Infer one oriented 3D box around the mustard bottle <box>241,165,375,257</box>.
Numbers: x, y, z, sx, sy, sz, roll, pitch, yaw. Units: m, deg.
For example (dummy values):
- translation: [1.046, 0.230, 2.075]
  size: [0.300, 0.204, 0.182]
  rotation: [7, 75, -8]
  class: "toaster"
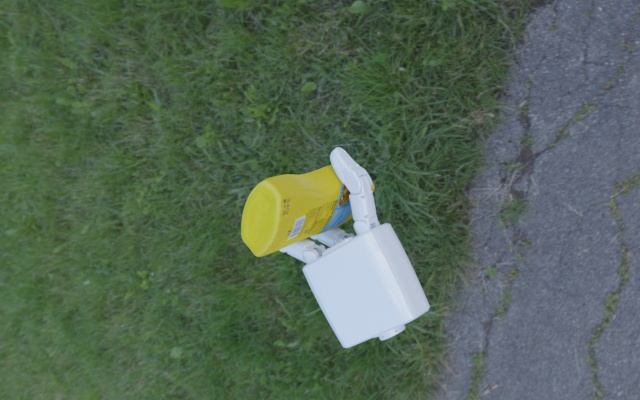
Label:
- translation: [0.000, 0.002, 0.575]
  size: [0.191, 0.096, 0.058]
  rotation: [-17, 51, -43]
  class: "mustard bottle"
